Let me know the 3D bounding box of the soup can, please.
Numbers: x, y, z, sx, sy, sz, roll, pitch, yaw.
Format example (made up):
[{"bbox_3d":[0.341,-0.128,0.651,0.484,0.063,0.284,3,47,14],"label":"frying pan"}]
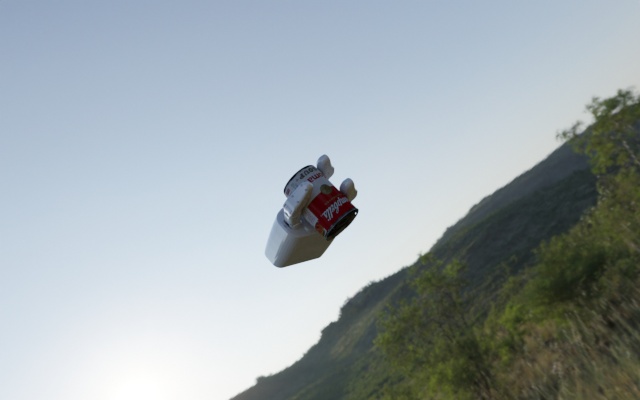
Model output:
[{"bbox_3d":[0.000,0.002,0.735,0.102,0.068,0.068,46,17,17],"label":"soup can"}]
